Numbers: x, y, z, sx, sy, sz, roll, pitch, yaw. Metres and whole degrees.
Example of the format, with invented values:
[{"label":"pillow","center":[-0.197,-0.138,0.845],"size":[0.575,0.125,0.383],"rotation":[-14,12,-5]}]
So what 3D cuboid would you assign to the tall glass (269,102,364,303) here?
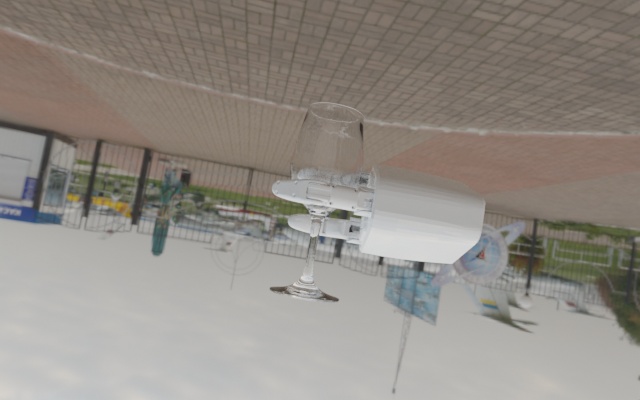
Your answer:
[{"label":"tall glass","center":[0.000,0.002,0.509],"size":[0.079,0.201,0.079],"rotation":[9,-4,1]}]
